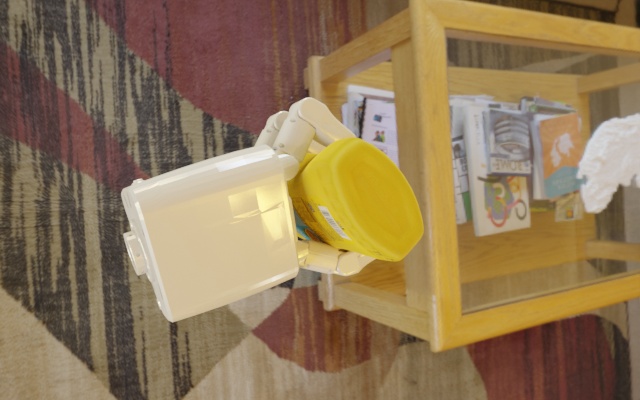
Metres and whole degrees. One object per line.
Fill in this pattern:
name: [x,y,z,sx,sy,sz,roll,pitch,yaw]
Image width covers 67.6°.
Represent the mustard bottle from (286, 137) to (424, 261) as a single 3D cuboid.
mustard bottle: [0.000,0.001,0.419,0.058,0.096,0.191,-45,18,-20]
